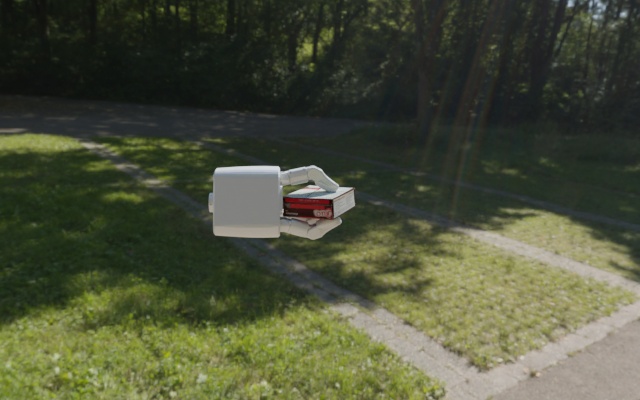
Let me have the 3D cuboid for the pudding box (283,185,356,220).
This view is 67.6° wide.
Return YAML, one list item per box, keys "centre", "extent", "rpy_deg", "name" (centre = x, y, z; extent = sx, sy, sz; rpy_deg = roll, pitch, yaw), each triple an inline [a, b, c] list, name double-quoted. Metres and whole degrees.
- centre: [0.000, 0.002, 0.803]
  extent: [0.090, 0.039, 0.113]
  rpy_deg: [4, 14, 22]
  name: "pudding box"
